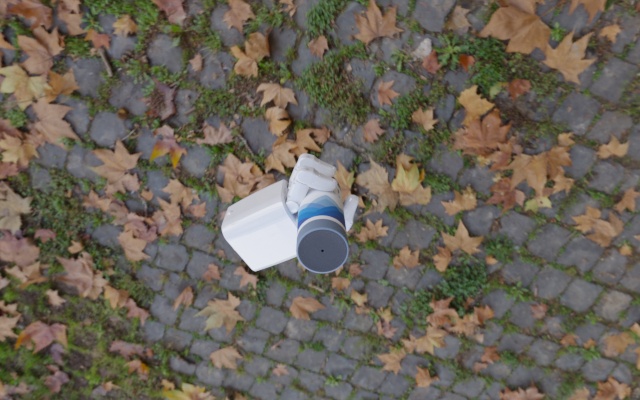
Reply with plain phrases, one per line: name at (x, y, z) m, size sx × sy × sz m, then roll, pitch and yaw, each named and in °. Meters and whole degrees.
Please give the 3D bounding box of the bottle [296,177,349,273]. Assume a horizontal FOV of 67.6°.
bottle at (0.000, 0.002, 0.729) m, size 0.069 × 0.069 × 0.295 m, roll 0°, pitch 24°, yaw -1°
